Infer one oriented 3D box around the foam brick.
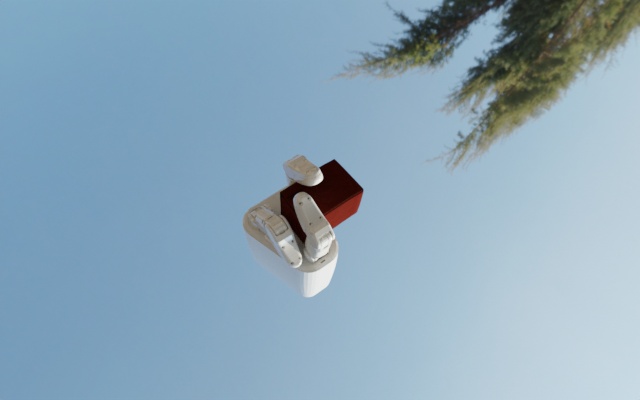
[{"bbox_3d":[0.000,0.002,0.533,0.078,0.053,0.051,-32,-23,-18],"label":"foam brick"}]
